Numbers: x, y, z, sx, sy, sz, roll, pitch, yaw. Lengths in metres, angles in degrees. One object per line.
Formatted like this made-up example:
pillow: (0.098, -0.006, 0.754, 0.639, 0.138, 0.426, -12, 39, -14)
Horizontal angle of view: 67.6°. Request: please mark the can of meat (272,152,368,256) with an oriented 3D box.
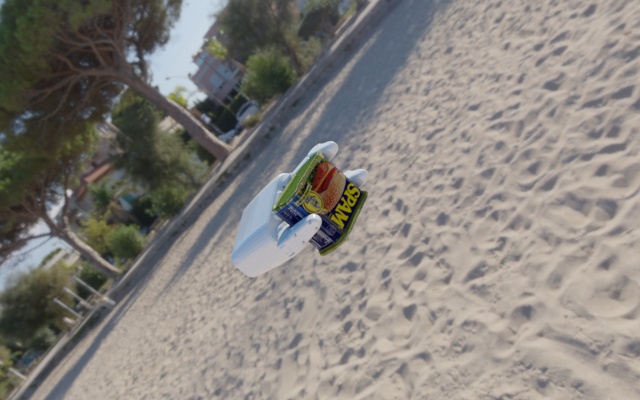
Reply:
can of meat: (0.000, 0.002, 0.584, 0.084, 0.102, 0.057, 41, -42, -13)
